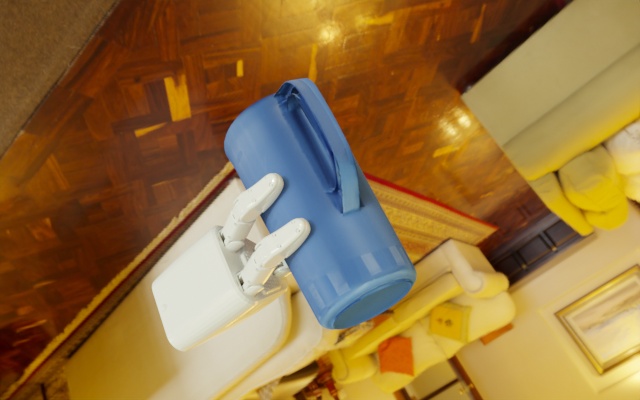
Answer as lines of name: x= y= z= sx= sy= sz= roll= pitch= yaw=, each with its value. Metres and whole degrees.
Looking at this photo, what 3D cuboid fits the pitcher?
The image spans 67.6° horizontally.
pitcher: x=0.000 y=0.002 z=0.506 sx=0.145 sy=0.242 sz=0.149 roll=-37 pitch=-28 yaw=15
